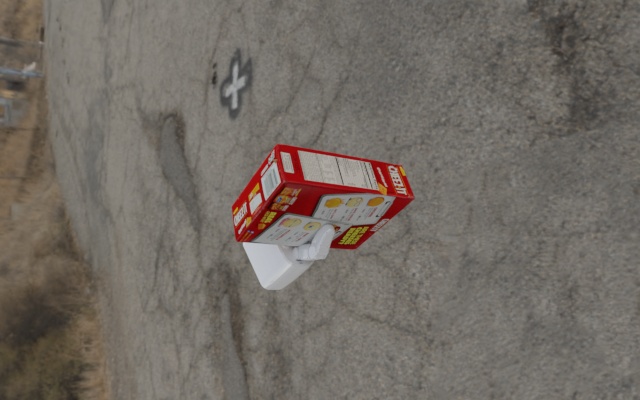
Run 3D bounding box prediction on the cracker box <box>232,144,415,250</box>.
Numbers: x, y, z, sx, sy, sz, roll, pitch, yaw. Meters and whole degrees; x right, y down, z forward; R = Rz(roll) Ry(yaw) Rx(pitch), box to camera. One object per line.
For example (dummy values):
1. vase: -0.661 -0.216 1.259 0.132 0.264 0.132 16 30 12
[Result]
1. cracker box: 0.000 0.002 0.699 0.214 0.072 0.164 6 -35 -31
